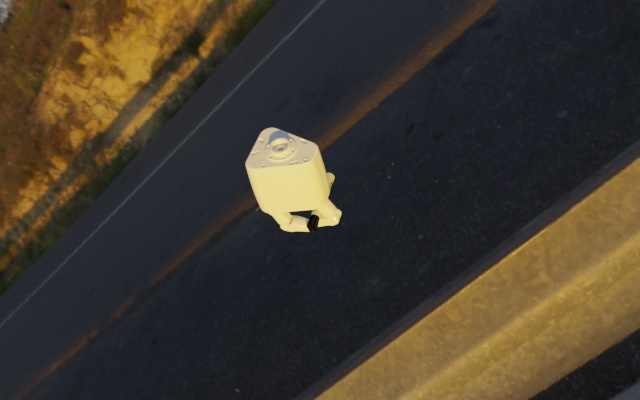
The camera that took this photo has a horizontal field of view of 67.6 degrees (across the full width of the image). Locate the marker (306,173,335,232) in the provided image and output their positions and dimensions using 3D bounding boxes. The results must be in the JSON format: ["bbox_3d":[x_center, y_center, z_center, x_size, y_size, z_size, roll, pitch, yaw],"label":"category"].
[{"bbox_3d":[0.000,0.003,0.824,0.020,0.121,0.020,13,-35,9],"label":"marker"}]
